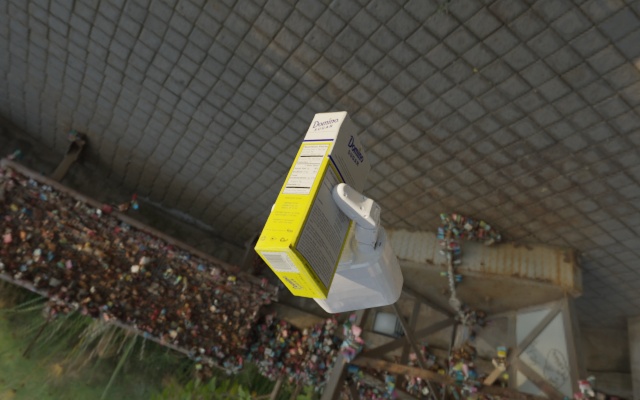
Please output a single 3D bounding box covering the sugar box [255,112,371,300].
[{"bbox_3d":[0.000,0.002,0.498,0.048,0.176,0.093,0,-38,27],"label":"sugar box"}]
